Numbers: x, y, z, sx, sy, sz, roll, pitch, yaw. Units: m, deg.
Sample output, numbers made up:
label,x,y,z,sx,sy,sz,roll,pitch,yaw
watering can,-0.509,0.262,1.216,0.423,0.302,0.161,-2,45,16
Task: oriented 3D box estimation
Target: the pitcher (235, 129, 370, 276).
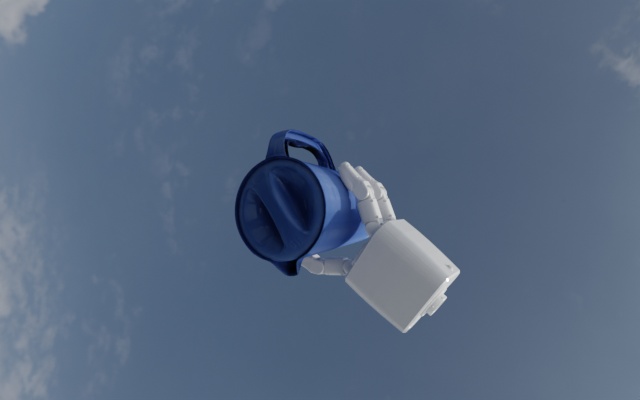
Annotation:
label,x,y,z,sx,sy,sz,roll,pitch,yaw
pitcher,0.000,0.002,0.686,0.145,0.149,0.243,40,17,22
